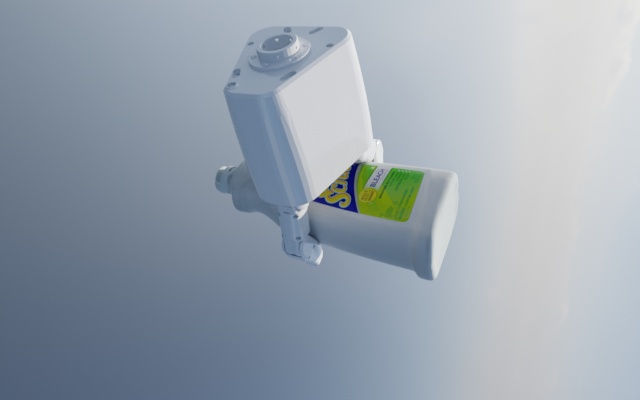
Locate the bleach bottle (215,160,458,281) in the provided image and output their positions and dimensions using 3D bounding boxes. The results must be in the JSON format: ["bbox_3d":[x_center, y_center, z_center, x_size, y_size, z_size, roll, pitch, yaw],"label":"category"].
[{"bbox_3d":[0.000,0.002,0.474,0.251,0.068,0.102,10,49,25],"label":"bleach bottle"}]
